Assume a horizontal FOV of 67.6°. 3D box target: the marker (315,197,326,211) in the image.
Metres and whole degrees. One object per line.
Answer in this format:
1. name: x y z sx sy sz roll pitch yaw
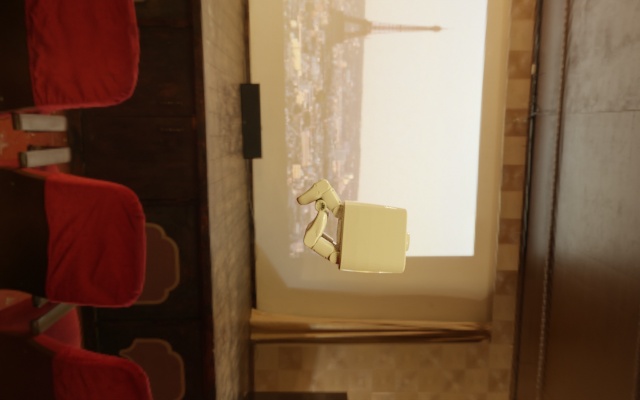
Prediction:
1. marker: 0.000 0.003 0.823 0.020 0.020 0.121 0 7 0
